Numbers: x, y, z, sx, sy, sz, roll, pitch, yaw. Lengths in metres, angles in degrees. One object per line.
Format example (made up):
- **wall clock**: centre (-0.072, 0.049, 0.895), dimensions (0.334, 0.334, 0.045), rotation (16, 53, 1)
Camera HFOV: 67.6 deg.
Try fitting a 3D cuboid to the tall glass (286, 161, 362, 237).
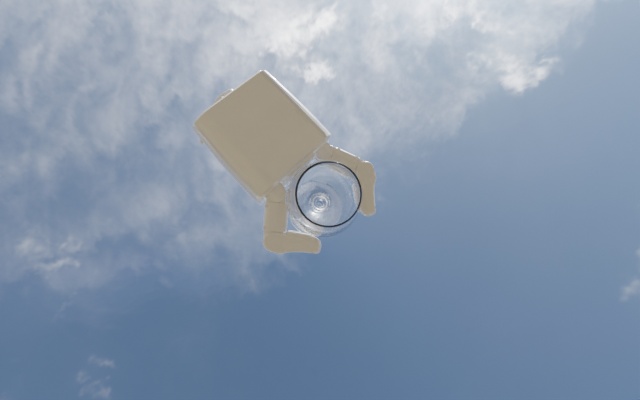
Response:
- **tall glass**: centre (0.000, 0.002, 0.534), dimensions (0.079, 0.079, 0.201), rotation (0, -4, -5)
